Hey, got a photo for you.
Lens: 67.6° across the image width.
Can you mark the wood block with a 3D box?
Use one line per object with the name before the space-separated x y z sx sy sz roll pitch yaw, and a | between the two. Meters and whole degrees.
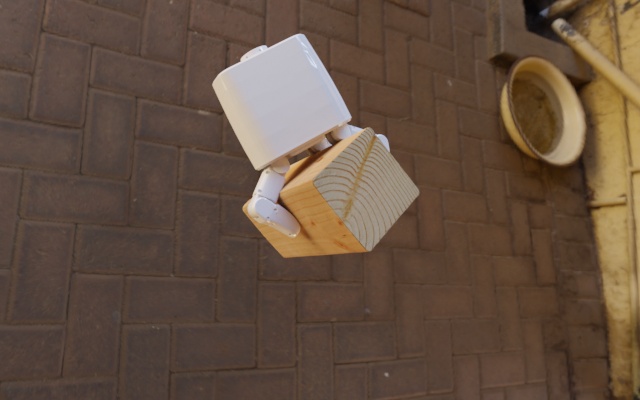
wood block | 0.000 0.002 0.547 0.090 0.090 0.206 -45 13 -25
